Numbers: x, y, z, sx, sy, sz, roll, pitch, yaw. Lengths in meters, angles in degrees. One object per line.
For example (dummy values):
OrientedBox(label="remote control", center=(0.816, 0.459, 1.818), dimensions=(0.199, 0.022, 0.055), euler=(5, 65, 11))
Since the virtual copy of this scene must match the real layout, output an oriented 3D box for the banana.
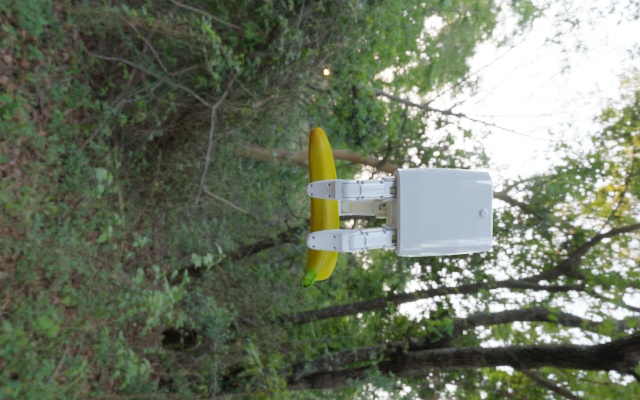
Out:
OrientedBox(label="banana", center=(0.003, 0.011, 0.580), dimensions=(0.037, 0.197, 0.070), euler=(-2, -20, 8))
